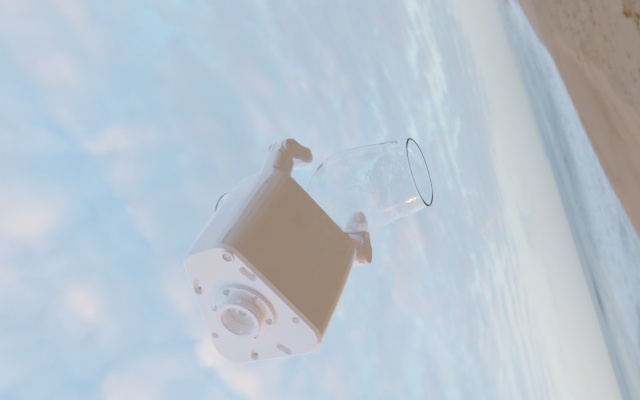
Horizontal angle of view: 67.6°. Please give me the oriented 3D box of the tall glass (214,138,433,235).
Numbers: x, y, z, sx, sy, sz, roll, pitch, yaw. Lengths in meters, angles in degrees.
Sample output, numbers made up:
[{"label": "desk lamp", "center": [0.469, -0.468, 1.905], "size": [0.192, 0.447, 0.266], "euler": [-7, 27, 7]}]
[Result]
[{"label": "tall glass", "center": [-0.001, 0.002, 0.453], "size": [0.201, 0.079, 0.079], "euler": [-17, -8, 25]}]
